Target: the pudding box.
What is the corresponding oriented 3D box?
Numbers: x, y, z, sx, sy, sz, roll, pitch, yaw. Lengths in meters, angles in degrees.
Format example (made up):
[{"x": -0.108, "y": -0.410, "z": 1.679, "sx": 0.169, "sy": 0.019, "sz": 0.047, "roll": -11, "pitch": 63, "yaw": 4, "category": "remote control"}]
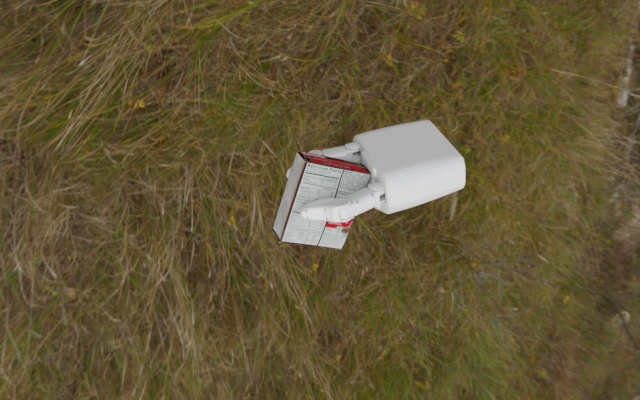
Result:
[{"x": 0.000, "y": 0.002, "z": 0.585, "sx": 0.090, "sy": 0.113, "sz": 0.039, "roll": 10, "pitch": 20, "yaw": -25, "category": "pudding box"}]
